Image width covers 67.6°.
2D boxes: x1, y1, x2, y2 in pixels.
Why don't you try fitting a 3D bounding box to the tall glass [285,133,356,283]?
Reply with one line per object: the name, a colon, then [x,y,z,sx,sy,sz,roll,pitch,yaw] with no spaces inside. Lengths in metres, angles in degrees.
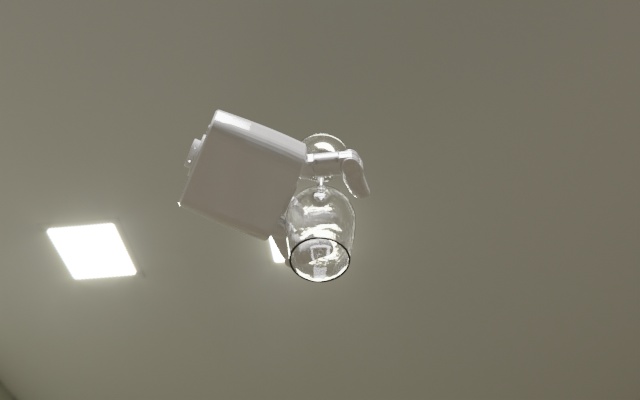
tall glass: [0.000,0.001,0.556,0.079,0.079,0.201,0,36,0]
